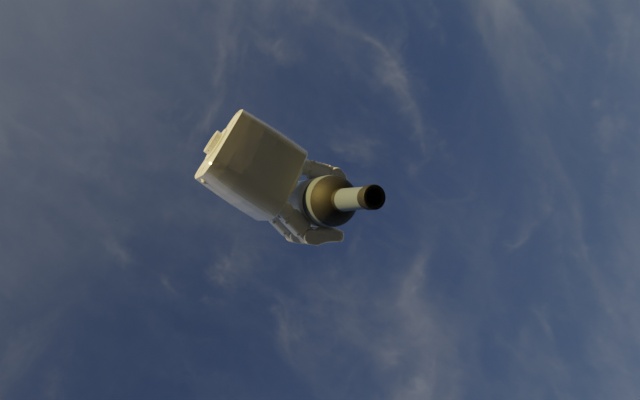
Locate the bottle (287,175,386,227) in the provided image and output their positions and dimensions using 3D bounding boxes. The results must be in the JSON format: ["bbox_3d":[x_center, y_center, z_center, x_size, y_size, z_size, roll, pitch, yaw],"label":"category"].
[{"bbox_3d":[0.000,0.002,0.642,0.069,0.069,0.296,0,-2,-23],"label":"bottle"}]
